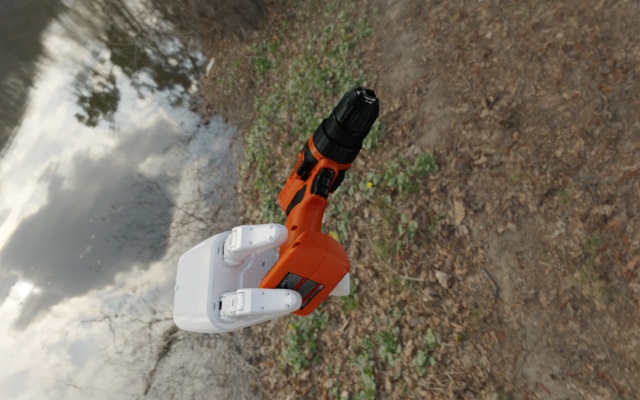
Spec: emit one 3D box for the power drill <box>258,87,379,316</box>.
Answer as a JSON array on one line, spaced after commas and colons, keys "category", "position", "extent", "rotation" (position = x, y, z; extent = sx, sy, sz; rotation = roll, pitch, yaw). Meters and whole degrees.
[{"category": "power drill", "position": [0.000, 0.002, 0.464], "extent": [0.057, 0.187, 0.184], "rotation": [23, -46, -11]}]
